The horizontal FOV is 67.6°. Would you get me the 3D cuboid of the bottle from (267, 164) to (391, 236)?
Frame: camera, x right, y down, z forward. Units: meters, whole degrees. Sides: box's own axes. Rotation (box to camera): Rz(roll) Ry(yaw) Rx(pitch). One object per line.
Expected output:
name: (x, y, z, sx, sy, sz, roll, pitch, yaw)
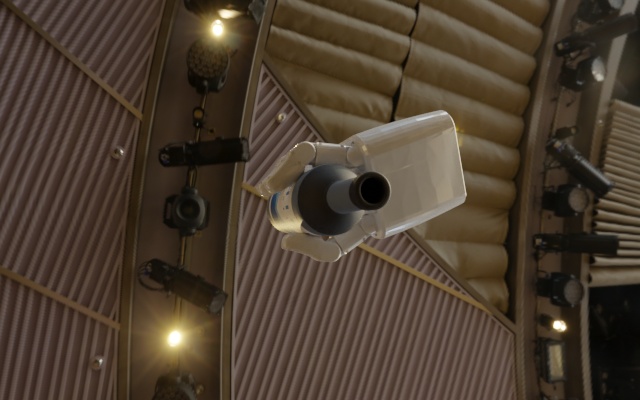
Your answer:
bottle: (0.000, 0.002, 0.475, 0.069, 0.069, 0.296, 0, -3, -14)
